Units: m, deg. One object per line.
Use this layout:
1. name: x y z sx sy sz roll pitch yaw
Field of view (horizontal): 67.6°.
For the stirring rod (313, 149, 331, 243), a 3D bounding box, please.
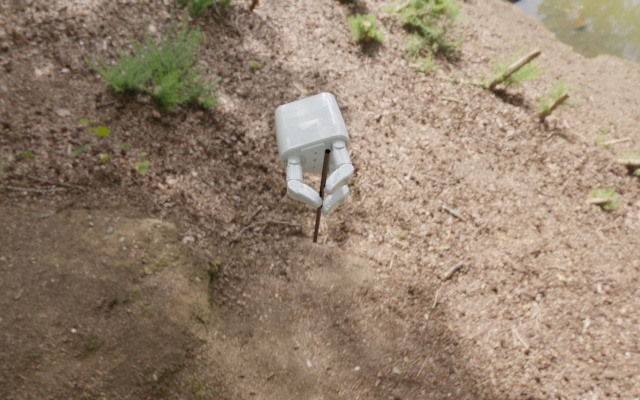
1. stirring rod: 0.000 0.002 0.740 0.011 0.011 0.240 0 -35 -6
